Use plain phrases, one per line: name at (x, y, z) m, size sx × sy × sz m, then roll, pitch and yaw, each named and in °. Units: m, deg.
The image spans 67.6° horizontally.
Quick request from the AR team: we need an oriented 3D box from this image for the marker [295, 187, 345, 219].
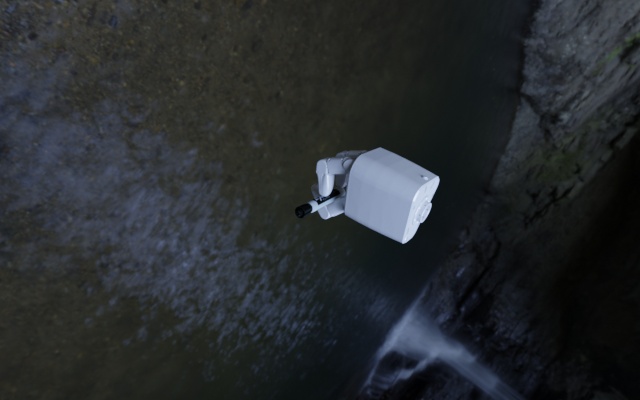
marker at (0.000, 0.002, 0.745) m, size 0.020 × 0.020 × 0.121 m, roll 0°, pitch 16°, yaw 35°
